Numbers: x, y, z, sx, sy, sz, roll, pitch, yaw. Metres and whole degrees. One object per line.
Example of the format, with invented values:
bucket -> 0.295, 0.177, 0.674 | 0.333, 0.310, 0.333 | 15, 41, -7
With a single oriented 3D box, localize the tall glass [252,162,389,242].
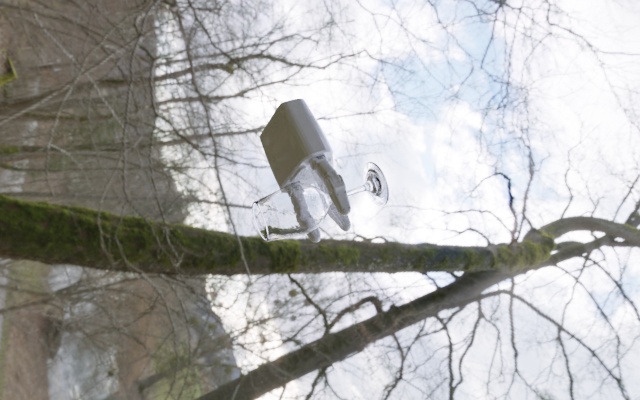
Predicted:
tall glass -> 0.001, 0.002, 0.729 | 0.201, 0.079, 0.079 | -18, 7, -21
